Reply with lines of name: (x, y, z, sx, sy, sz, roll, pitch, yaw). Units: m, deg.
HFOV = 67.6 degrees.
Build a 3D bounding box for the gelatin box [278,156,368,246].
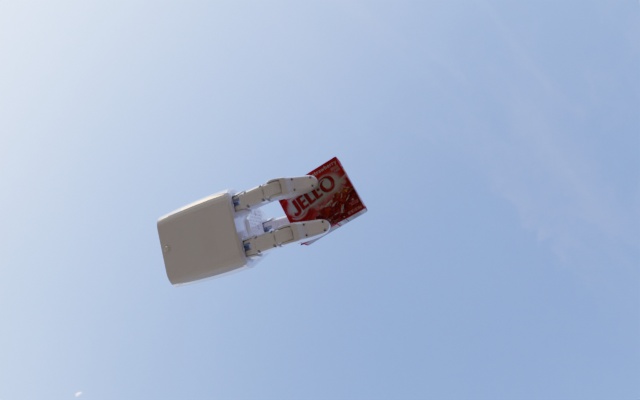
gelatin box: (0.000, 0.002, 0.574, 0.089, 0.073, 0.030, -30, -14, 7)
